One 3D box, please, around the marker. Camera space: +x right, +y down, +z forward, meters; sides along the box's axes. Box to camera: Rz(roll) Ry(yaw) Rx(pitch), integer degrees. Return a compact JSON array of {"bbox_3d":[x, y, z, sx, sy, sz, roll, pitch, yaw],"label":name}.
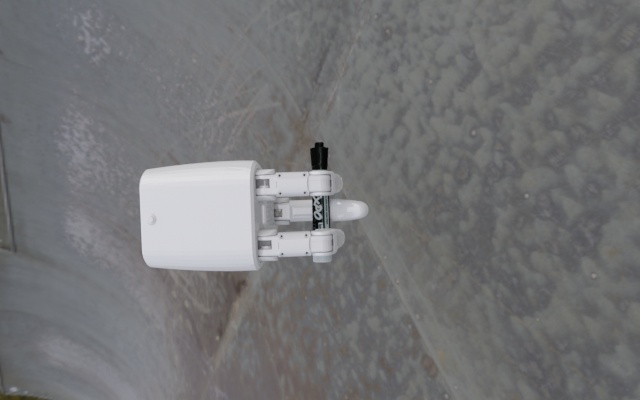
[{"bbox_3d":[0.000,0.002,0.484,0.020,0.121,0.020,-2,1,0],"label":"marker"}]
